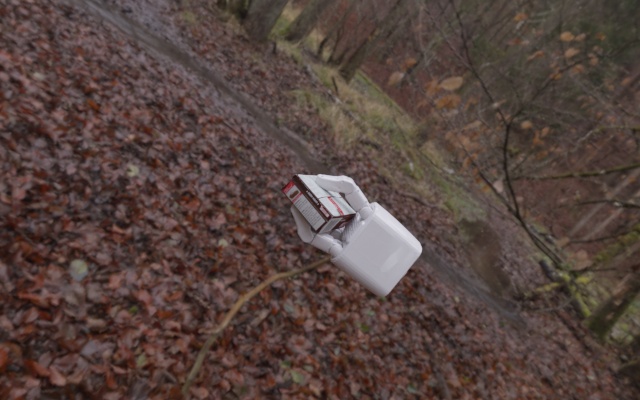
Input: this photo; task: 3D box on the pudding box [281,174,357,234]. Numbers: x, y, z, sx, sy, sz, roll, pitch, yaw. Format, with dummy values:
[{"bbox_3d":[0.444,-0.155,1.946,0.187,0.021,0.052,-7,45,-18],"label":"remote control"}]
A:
[{"bbox_3d":[0.000,0.002,0.742,0.039,0.090,0.113,-45,-14,16],"label":"pudding box"}]
